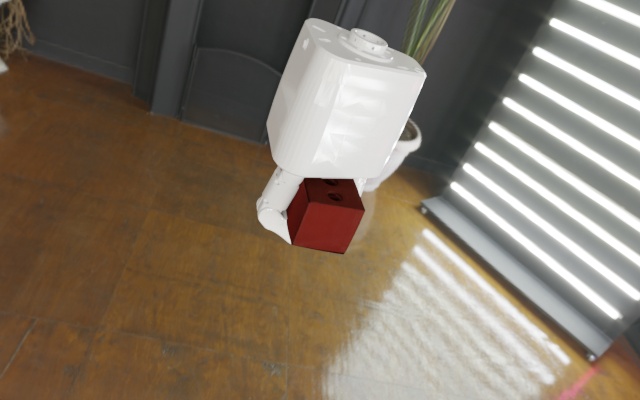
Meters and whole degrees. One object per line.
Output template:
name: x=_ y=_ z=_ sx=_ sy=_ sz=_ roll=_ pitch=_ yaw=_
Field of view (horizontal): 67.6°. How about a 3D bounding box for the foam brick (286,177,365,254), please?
foam brick: x=0.000 y=0.002 z=0.436 sx=0.053 sy=0.051 sz=0.078 roll=11 pitch=35 yaw=-21
